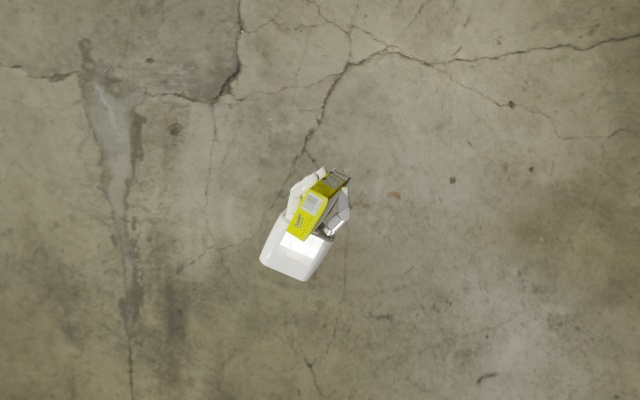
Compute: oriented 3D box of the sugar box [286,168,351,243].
[{"bbox_3d":[0.000,0.003,0.883,0.048,0.093,0.176,32,21,4],"label":"sugar box"}]
